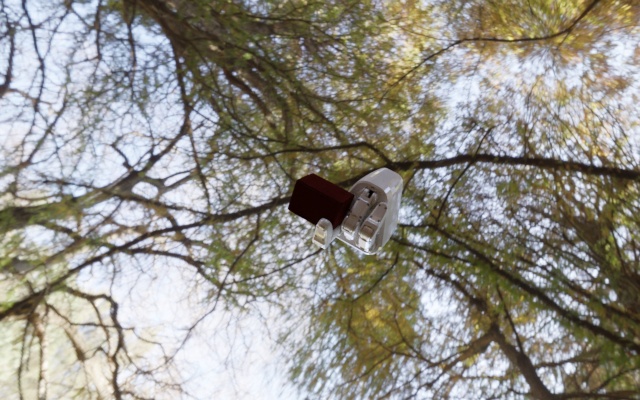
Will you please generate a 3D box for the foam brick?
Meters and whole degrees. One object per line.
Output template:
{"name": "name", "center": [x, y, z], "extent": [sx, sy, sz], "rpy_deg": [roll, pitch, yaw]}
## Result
{"name": "foam brick", "center": [0.000, 0.002, 0.715], "extent": [0.078, 0.053, 0.051], "rpy_deg": [29, 27, 15]}
